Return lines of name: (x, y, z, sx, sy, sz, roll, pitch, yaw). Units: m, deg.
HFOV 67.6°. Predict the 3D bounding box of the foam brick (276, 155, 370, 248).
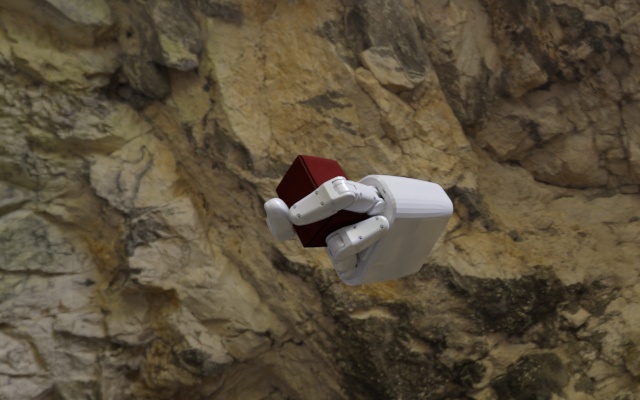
foam brick: (0.000, 0.001, 0.476, 0.051, 0.078, 0.053, 1, -41, -42)
